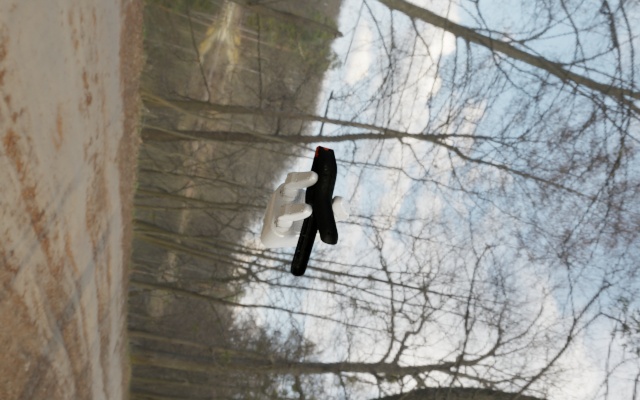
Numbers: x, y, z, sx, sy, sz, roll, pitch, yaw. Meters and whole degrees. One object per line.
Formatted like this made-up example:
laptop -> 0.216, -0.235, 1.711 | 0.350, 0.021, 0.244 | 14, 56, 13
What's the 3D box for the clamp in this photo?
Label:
clamp -> 0.001, 0.002, 0.737 | 0.036, 0.210, 0.164 | 15, -22, -15
